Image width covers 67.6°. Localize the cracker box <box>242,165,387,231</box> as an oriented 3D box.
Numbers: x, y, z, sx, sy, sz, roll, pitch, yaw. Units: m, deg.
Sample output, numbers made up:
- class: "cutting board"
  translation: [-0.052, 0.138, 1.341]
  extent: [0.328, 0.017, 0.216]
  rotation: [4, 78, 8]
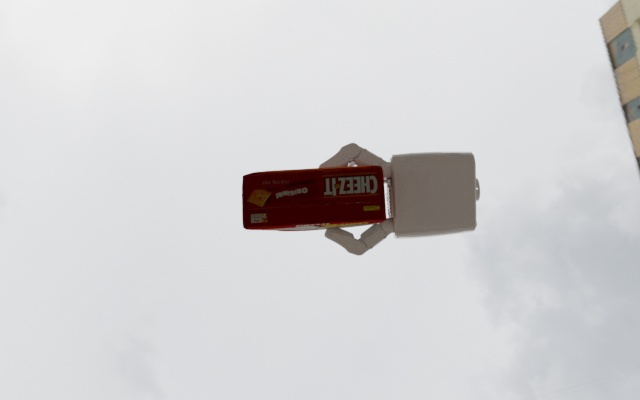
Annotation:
- class: "cracker box"
  translation: [0.000, 0.002, 0.639]
  extent: [0.164, 0.072, 0.214]
  rotation: [-4, -5, 5]
